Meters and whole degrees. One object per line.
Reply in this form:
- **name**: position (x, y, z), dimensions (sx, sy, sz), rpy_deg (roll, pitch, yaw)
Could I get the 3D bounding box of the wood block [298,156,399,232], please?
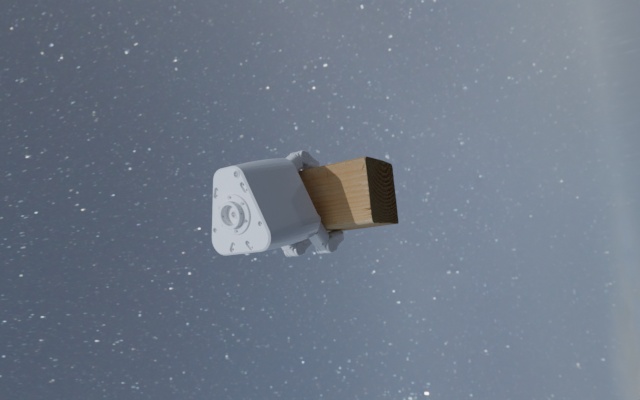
- **wood block**: position (0.000, 0.002, 0.709), dimensions (0.206, 0.091, 0.090), rpy_deg (-9, -8, 32)
